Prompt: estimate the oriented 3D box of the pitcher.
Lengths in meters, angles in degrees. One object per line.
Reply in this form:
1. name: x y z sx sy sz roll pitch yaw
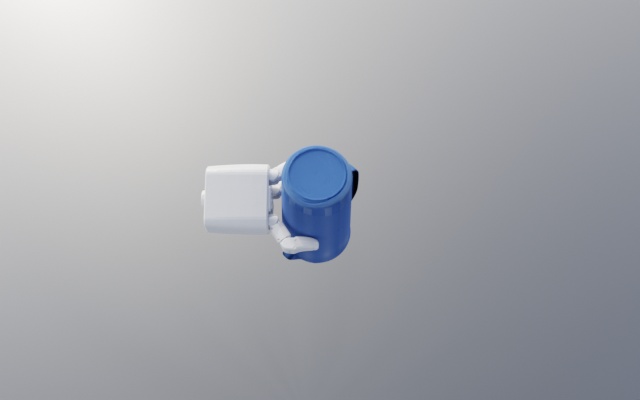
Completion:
1. pitcher: 0.000 0.003 0.821 0.145 0.149 0.243 0 -24 -1
